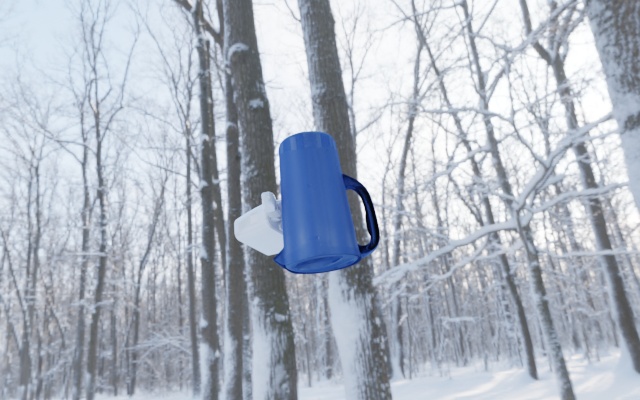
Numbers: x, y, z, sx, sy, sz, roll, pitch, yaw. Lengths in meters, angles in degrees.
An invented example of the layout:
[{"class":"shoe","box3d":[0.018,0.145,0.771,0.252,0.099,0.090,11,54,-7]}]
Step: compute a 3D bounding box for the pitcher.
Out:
[{"class":"pitcher","box3d":[0.000,0.003,0.854,0.149,0.242,0.145,12,-28,-43]}]
